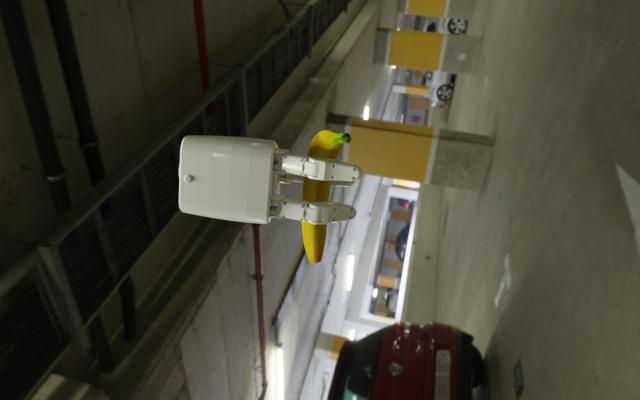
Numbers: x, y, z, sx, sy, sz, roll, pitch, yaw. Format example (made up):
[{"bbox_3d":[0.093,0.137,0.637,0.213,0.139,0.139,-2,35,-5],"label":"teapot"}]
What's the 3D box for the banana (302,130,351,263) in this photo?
[{"bbox_3d":[-0.002,-0.012,0.598,0.037,0.198,0.069,2,37,-12],"label":"banana"}]
